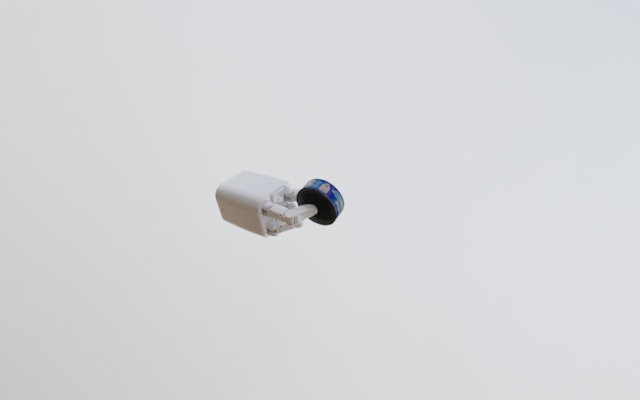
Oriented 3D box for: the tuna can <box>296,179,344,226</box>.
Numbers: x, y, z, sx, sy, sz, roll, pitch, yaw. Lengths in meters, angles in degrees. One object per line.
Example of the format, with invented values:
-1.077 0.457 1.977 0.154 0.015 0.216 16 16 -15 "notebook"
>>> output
0.000 0.003 0.870 0.086 0.086 0.033 0 37 40 "tuna can"
